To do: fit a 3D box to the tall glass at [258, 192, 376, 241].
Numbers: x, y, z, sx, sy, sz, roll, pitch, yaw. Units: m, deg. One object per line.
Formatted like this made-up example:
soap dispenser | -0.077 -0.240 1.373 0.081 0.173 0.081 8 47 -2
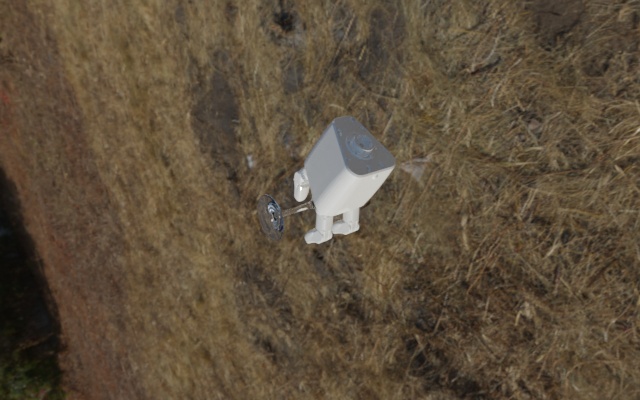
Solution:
tall glass | -0.001 0.003 0.798 0.201 0.079 0.079 -17 10 -35
